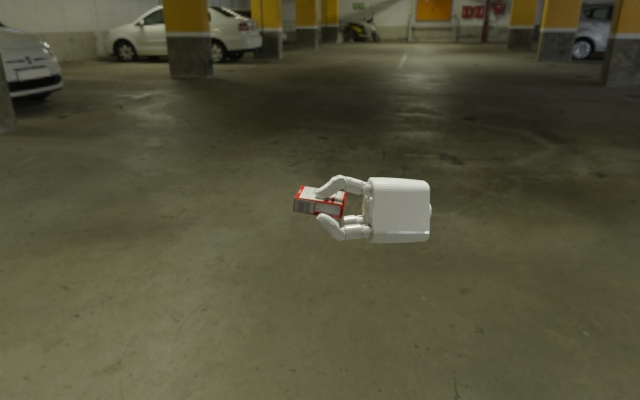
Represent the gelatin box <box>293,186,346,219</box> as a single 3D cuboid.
[{"bbox_3d":[0.000,0.002,0.873,0.089,0.030,0.073,9,20,4],"label":"gelatin box"}]
